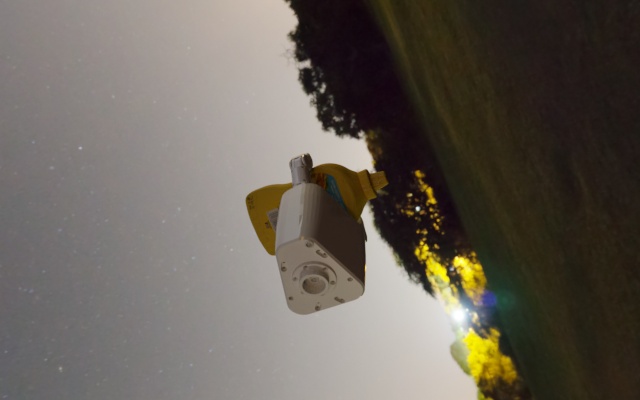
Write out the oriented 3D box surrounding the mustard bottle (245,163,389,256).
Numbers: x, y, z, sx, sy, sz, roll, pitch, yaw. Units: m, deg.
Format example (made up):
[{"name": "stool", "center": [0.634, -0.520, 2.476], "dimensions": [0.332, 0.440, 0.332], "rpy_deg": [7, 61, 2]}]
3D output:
[{"name": "mustard bottle", "center": [0.000, 0.002, 0.653], "dimensions": [0.191, 0.096, 0.058], "rpy_deg": [-21, 6, 14]}]
